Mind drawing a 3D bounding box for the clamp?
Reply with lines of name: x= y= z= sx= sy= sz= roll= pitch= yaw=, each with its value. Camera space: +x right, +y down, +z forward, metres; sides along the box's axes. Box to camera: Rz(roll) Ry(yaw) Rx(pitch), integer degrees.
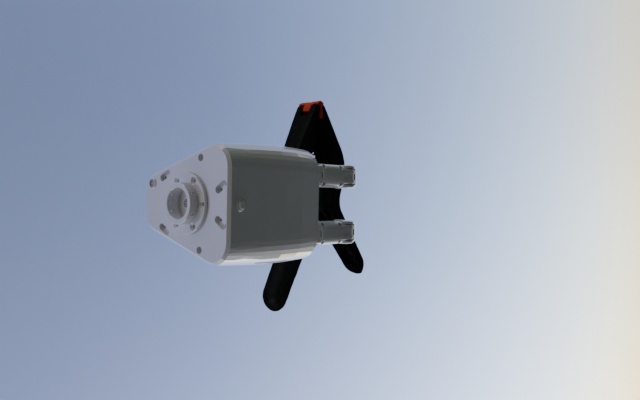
clamp: x=-0.001 y=0.001 z=0.518 sx=0.036 sy=0.210 sz=0.164 roll=2 pitch=1 yaw=35
